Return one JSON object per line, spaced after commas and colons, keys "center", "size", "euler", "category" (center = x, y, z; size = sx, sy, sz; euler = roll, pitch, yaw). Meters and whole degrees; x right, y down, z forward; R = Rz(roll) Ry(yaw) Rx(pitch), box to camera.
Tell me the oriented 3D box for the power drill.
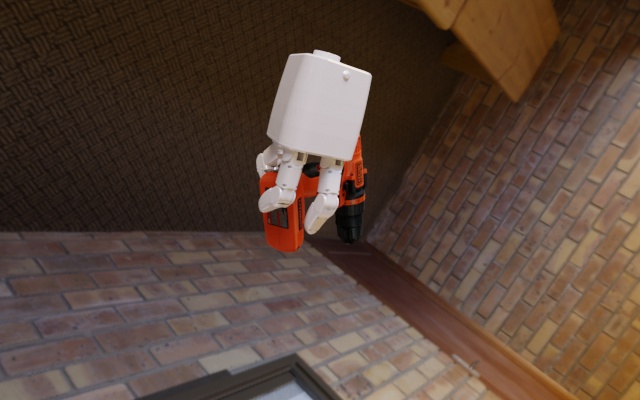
{"center": [0.000, 0.002, 0.671], "size": [0.057, 0.184, 0.187], "euler": [8, 24, 34], "category": "power drill"}
